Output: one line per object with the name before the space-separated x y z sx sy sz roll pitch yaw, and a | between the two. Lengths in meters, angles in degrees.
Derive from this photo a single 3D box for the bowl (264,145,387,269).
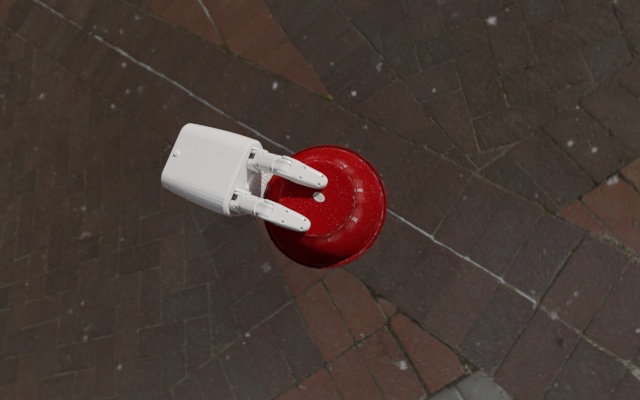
bowl | 0.001 0.002 0.586 0.162 0.162 0.055 0 -10 9
